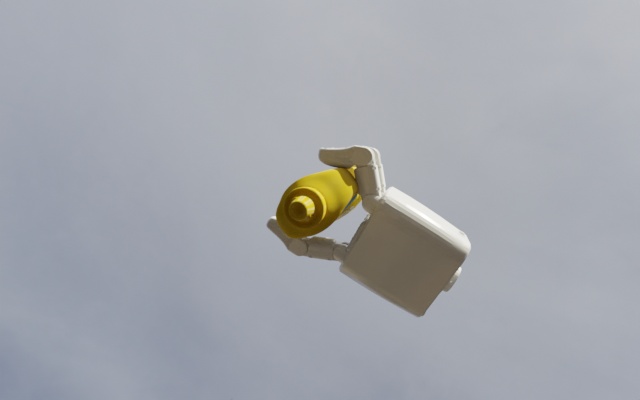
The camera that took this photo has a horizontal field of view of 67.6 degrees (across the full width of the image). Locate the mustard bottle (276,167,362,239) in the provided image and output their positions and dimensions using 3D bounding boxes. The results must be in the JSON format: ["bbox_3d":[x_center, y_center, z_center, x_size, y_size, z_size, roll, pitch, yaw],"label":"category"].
[{"bbox_3d":[0.000,0.001,0.532,0.096,0.058,0.191,-35,-3,13],"label":"mustard bottle"}]
